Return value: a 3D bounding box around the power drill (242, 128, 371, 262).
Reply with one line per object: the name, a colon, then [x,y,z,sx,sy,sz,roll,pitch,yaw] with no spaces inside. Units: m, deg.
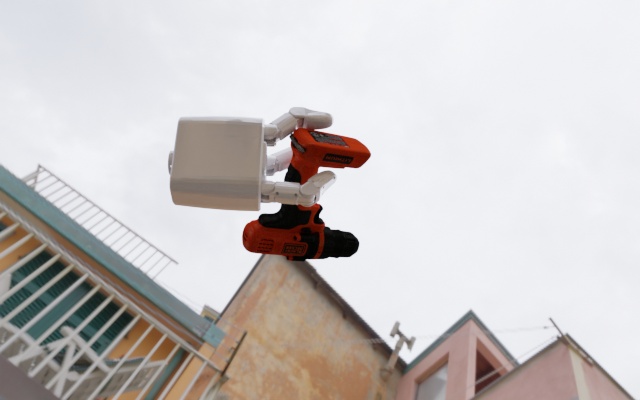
power drill: [0.000,0.002,0.660,0.184,0.188,0.057,6,27,-31]
